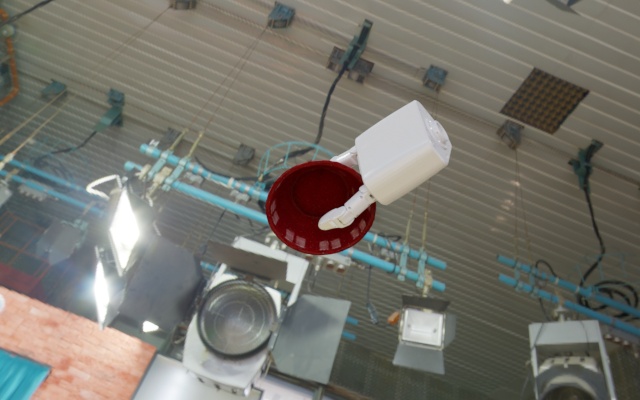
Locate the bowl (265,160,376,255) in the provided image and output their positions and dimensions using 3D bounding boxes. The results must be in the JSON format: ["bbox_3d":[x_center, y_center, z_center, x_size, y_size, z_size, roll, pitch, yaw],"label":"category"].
[{"bbox_3d":[-0.001,0.003,0.719,0.162,0.162,0.055,0,30,-2],"label":"bowl"}]
